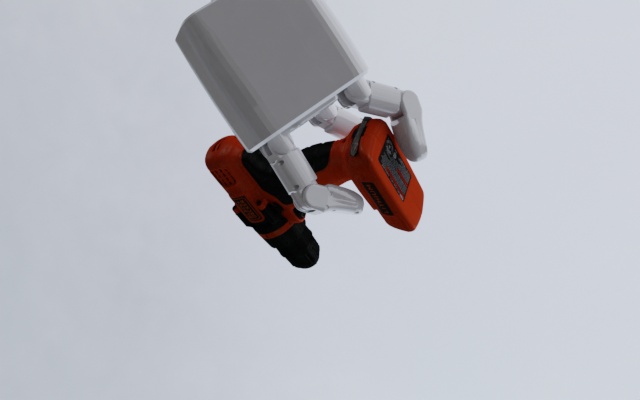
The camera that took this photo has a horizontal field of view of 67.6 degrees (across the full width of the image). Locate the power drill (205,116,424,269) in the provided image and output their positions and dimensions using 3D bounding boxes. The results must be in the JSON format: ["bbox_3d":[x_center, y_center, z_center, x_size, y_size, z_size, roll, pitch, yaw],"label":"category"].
[{"bbox_3d":[0.000,0.001,0.469,0.187,0.057,0.184,-10,-48,33],"label":"power drill"}]
